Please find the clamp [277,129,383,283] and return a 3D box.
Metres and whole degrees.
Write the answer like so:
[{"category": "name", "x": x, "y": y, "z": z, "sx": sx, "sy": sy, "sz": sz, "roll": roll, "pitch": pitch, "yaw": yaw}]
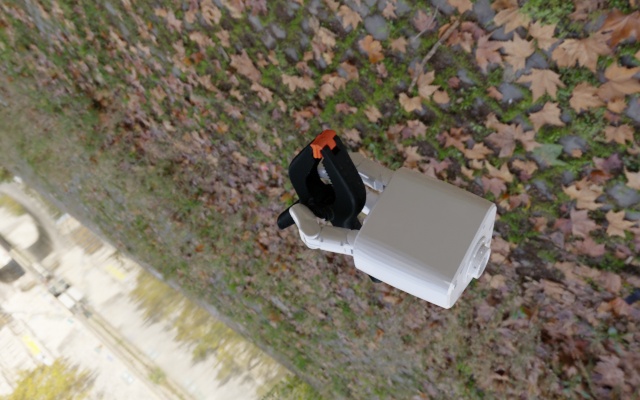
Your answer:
[{"category": "clamp", "x": 0.000, "y": 0.002, "z": 0.549, "sx": 0.164, "sy": 0.210, "sz": 0.036, "roll": 22, "pitch": 55, "yaw": 28}]
